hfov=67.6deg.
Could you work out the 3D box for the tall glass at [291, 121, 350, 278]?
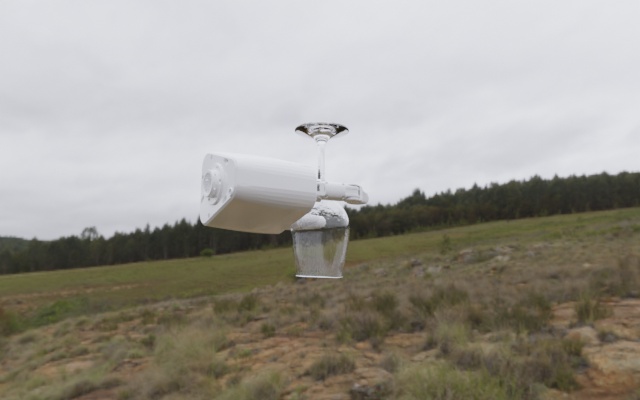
[{"bbox_3d":[0.000,0.001,0.637,0.079,0.201,0.079,1,-9,0],"label":"tall glass"}]
